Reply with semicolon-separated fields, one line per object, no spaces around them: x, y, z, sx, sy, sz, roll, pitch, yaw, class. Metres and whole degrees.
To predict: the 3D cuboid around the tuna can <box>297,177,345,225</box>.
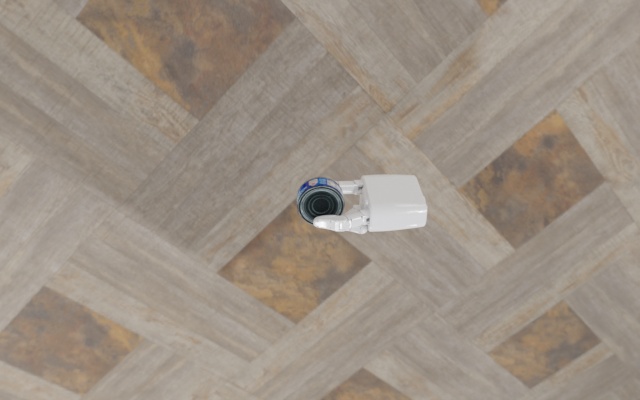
0.000;0.003;0.859;0.086;0.086;0.033;0;30;-4;tuna can
